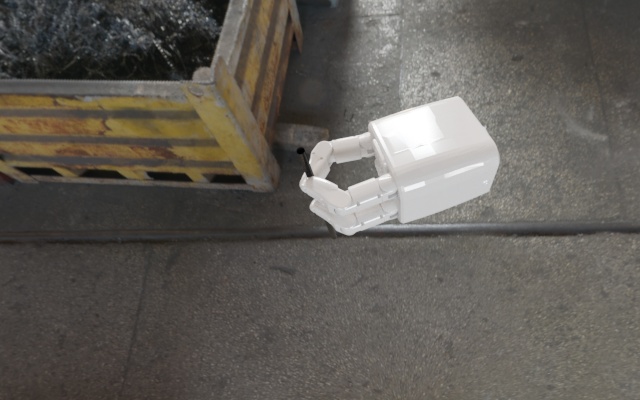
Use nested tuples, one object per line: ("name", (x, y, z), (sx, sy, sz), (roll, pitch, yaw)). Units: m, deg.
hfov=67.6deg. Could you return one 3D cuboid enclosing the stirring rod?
("stirring rod", (0.000, 0.002, 0.561), (0.011, 0.011, 0.240), (0, -24, 10))
